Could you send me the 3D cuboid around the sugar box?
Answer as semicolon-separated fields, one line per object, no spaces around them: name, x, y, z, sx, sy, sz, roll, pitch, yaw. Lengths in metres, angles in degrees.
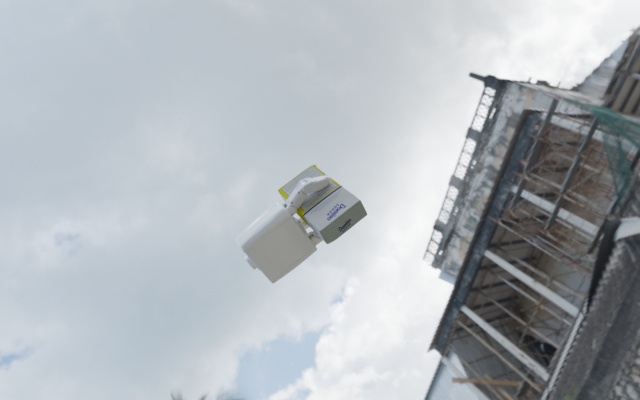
sugar box;0.000;0.003;0.890;0.093;0.048;0.176;-37;41;-9
